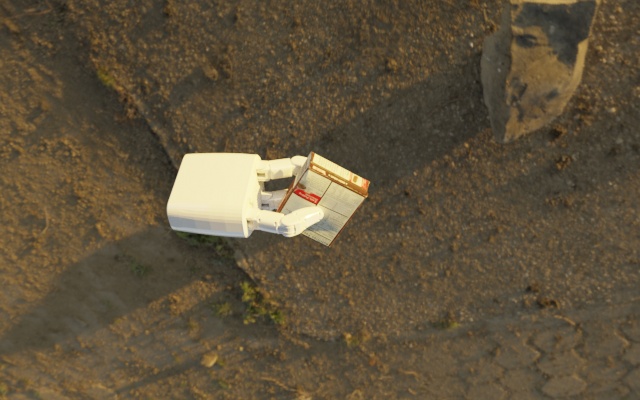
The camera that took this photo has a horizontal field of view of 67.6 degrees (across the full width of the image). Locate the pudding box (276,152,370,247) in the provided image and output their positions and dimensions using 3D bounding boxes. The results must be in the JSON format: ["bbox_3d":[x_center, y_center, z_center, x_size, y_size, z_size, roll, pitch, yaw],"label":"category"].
[{"bbox_3d":[0.000,0.002,0.648,0.090,0.113,0.039,26,39,-11],"label":"pudding box"}]
